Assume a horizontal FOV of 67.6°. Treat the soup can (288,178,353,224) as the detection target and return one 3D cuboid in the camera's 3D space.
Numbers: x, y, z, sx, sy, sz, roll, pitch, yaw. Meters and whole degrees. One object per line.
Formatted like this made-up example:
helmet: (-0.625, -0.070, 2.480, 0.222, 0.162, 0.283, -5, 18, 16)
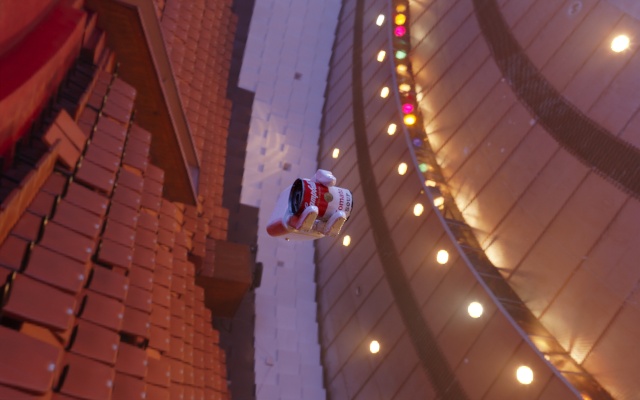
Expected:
soup can: (0.001, 0.003, 0.875, 0.102, 0.068, 0.068, 12, -5, -23)
